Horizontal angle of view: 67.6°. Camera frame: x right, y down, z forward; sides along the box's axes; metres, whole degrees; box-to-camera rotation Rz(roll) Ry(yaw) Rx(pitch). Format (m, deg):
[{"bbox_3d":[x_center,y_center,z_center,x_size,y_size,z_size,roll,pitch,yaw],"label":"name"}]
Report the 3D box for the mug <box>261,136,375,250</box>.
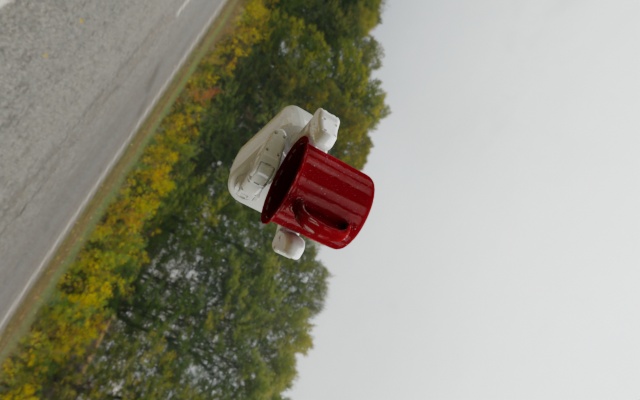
[{"bbox_3d":[0.000,0.002,0.453,0.081,0.093,0.117,26,19,-16],"label":"mug"}]
